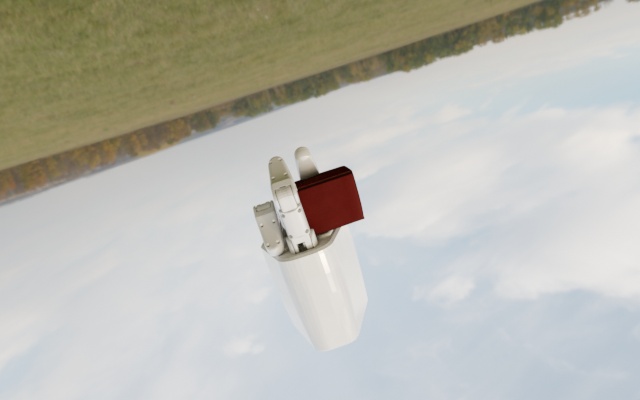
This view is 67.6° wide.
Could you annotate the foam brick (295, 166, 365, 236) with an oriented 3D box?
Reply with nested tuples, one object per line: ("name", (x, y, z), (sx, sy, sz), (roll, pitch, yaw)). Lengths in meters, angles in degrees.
("foam brick", (0.000, 0.001, 0.492), (0.078, 0.051, 0.053), (-19, 11, 0))
